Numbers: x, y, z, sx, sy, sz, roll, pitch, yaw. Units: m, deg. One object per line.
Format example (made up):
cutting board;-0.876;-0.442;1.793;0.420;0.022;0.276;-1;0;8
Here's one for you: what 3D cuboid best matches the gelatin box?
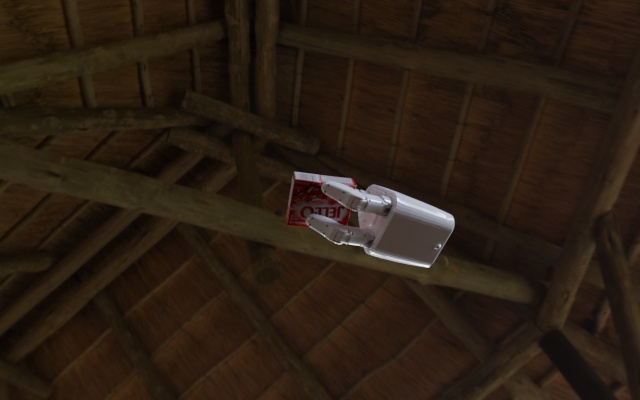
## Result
gelatin box;0.000;0.002;0.676;0.089;0.073;0.030;6;26;-11
